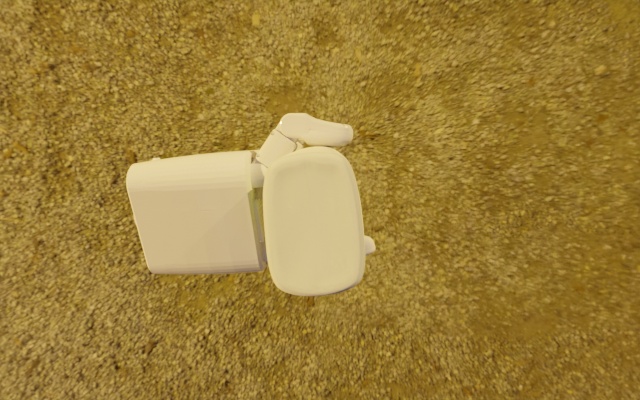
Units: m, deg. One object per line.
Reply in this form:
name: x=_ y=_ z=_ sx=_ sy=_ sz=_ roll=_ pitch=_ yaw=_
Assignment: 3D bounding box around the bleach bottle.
bleach bottle: x=0.000 y=0.001 z=0.441 sx=0.068 sy=0.102 sz=0.251 roll=-5 pitch=6 yaw=3
